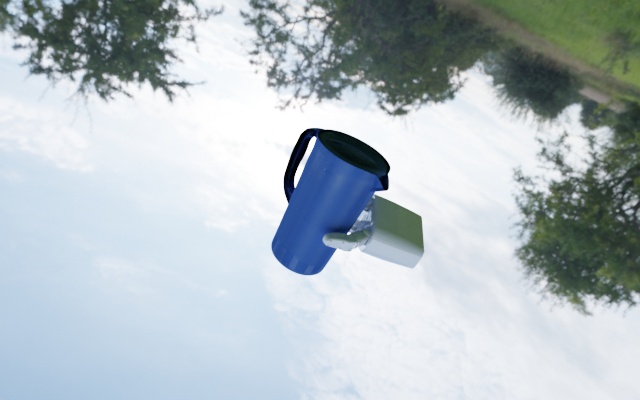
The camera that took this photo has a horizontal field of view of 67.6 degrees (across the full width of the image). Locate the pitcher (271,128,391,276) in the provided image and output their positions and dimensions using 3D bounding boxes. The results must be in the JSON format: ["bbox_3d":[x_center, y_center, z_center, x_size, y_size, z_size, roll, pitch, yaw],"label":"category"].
[{"bbox_3d":[0.000,0.003,0.827,0.145,0.243,0.149,20,27,-16],"label":"pitcher"}]
